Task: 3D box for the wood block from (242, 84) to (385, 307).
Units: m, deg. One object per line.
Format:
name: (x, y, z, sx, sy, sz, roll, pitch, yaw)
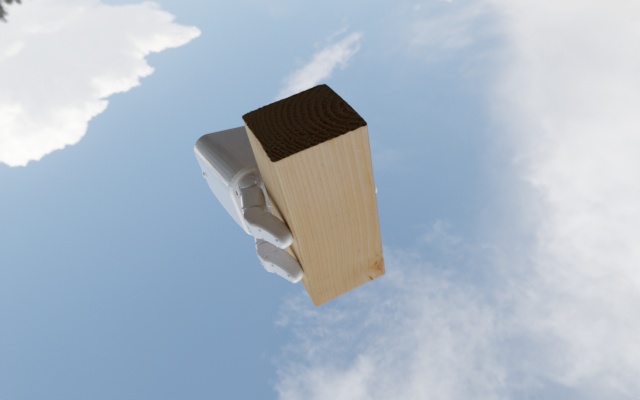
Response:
wood block: (0.000, 0.001, 0.492, 0.091, 0.206, 0.090, -24, 44, -12)
